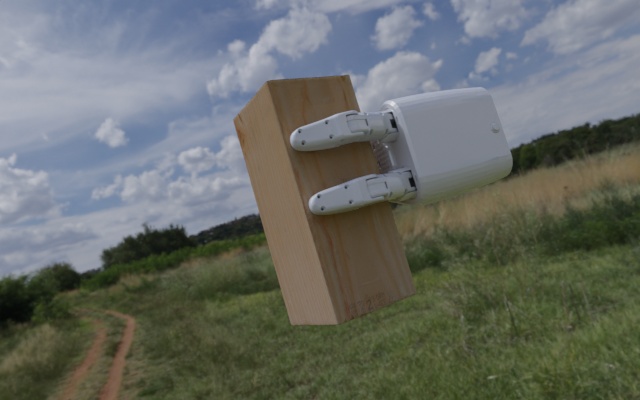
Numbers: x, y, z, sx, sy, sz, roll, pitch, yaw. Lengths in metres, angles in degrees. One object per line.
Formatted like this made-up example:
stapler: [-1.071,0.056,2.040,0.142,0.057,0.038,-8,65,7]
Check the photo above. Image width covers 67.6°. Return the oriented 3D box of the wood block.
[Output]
wood block: [0.000,0.001,0.442,0.090,0.206,0.091,-13,-7,-31]
